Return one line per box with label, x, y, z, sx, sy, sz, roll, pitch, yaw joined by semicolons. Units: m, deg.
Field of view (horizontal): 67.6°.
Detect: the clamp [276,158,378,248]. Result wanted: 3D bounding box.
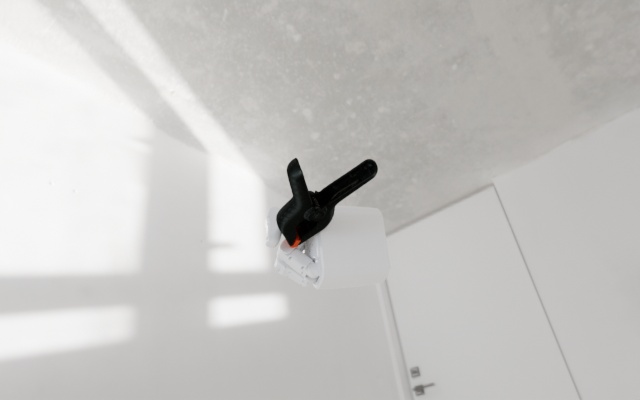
clamp;0.000;0.003;0.615;0.120;0.039;0.172;-2;-33;-20
